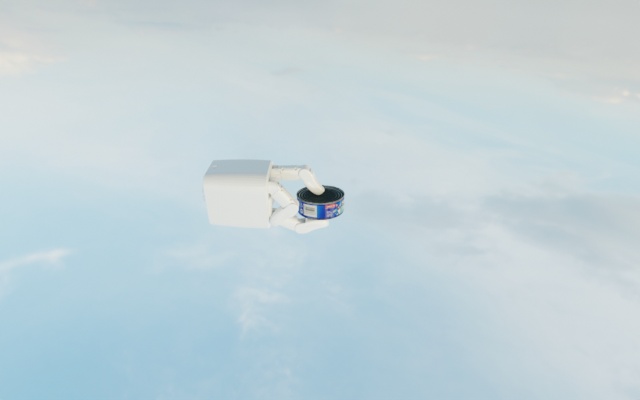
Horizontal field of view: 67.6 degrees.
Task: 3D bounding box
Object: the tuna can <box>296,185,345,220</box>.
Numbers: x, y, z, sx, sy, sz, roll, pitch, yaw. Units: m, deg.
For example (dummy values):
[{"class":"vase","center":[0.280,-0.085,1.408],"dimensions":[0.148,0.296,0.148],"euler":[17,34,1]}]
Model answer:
[{"class":"tuna can","center":[0.000,0.003,0.850],"dimensions":[0.086,0.034,0.086],"euler":[-1,23,0]}]
